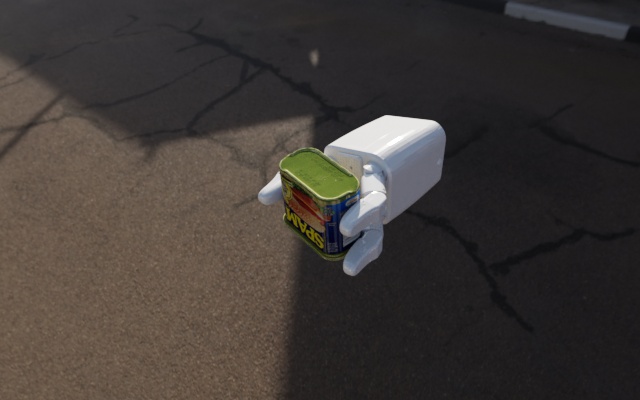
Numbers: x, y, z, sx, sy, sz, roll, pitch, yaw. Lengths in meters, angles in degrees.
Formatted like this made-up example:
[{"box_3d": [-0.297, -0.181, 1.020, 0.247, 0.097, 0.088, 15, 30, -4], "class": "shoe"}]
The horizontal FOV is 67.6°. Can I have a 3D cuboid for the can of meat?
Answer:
[{"box_3d": [0.000, 0.001, 0.523, 0.057, 0.084, 0.102, -29, 47, -26], "class": "can of meat"}]
